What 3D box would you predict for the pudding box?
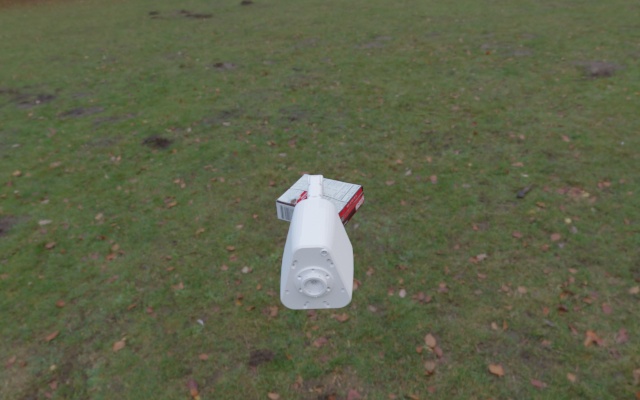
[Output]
[{"bbox_3d":[0.000,0.002,0.748,0.113,0.039,0.090,14,38,26],"label":"pudding box"}]
